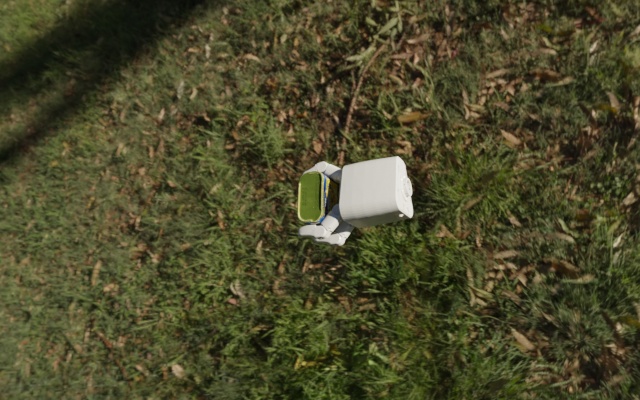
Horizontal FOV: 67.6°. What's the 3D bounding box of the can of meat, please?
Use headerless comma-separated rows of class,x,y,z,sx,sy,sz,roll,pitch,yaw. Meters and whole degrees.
can of meat,0.000,0.003,0.893,0.057,0.102,0.084,-7,-18,26
